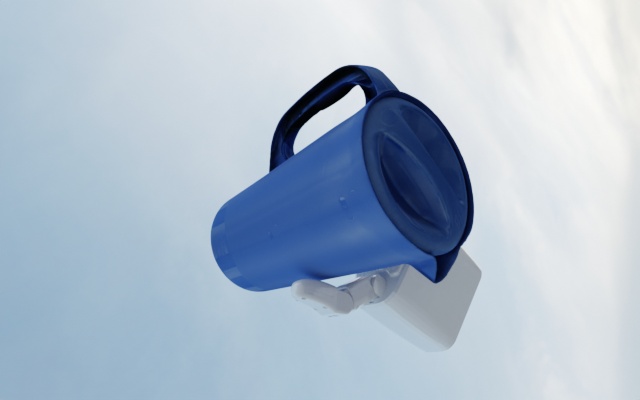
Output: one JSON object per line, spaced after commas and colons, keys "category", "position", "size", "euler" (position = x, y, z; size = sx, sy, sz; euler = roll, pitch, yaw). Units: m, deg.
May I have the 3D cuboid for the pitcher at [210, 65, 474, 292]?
{"category": "pitcher", "position": [0.000, 0.002, 0.439], "size": [0.145, 0.149, 0.243], "euler": [38, -40, -26]}
